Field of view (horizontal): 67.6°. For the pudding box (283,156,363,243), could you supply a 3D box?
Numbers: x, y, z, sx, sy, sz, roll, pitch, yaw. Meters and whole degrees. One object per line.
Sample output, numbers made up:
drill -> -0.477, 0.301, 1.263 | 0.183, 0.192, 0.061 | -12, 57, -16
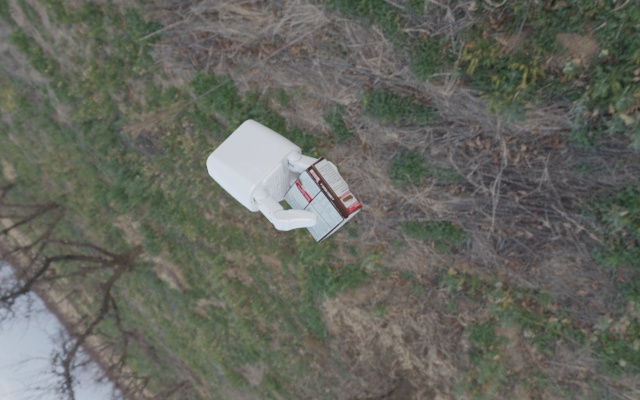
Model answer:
pudding box -> 0.000, 0.002, 0.678 | 0.039, 0.090, 0.113 | -36, -5, -27
